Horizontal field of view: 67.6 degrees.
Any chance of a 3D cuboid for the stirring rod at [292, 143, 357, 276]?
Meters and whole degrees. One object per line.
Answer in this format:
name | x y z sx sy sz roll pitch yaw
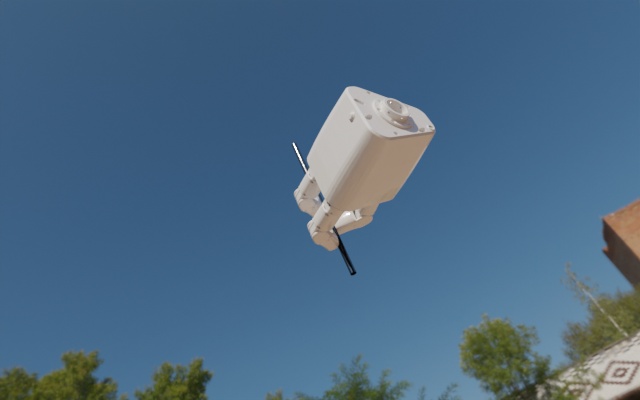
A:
stirring rod | 0.000 0.002 0.654 0.011 0.239 0.011 -15 -38 -12
